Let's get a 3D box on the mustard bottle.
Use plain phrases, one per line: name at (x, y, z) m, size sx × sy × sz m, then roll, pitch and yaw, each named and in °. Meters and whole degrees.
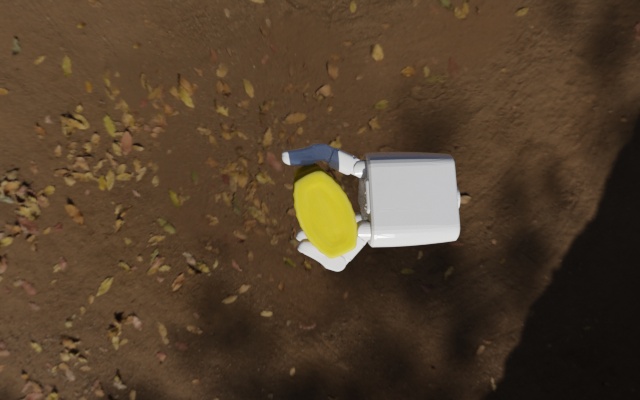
mustard bottle at (0.000, 0.002, 0.581) m, size 0.058 × 0.096 × 0.191 m, roll -26°, pitch 9°, yaw 0°
